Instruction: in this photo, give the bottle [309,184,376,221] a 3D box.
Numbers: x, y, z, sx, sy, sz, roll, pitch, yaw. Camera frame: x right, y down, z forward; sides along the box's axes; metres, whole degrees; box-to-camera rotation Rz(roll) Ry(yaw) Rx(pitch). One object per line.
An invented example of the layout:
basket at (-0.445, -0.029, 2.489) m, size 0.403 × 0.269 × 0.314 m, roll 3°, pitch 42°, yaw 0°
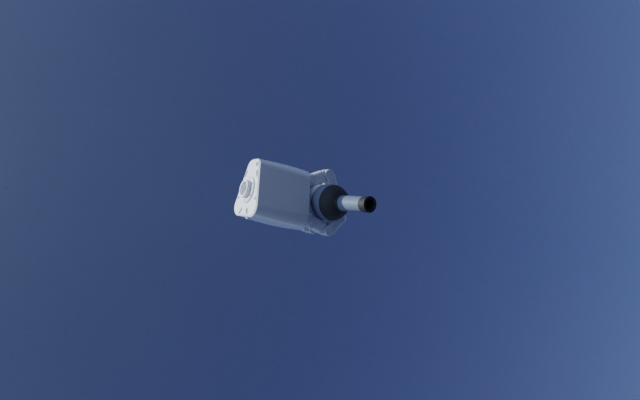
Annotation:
bottle at (0.000, 0.003, 0.898) m, size 0.069 × 0.069 × 0.295 m, roll 0°, pitch 1°, yaw -33°
